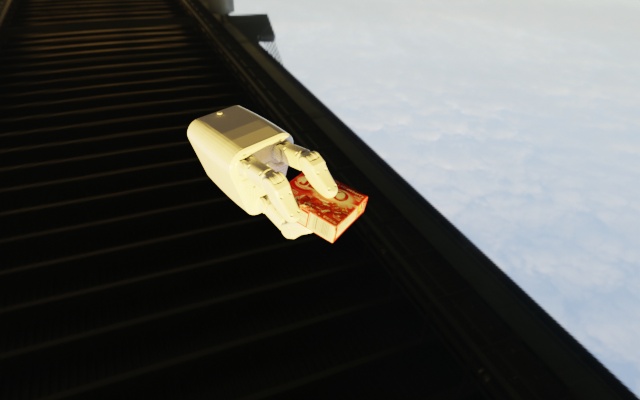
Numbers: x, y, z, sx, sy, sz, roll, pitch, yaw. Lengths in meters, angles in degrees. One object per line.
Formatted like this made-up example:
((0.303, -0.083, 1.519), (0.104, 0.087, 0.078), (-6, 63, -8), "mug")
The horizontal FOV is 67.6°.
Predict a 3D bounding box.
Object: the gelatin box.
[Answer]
((0.000, 0.002, 0.576), (0.089, 0.030, 0.073), (29, 43, 21), "gelatin box")
